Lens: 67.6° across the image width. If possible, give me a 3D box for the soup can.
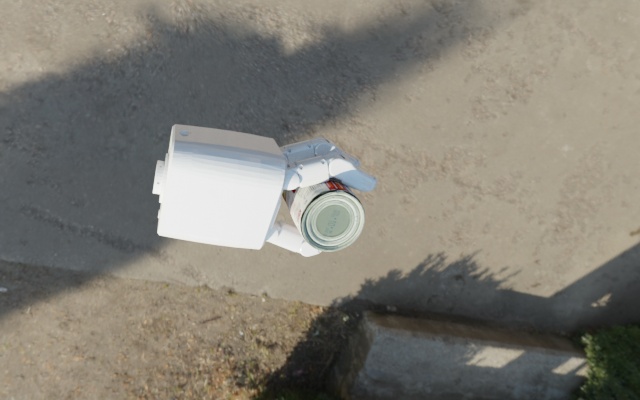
[{"bbox_3d":[0.001,0.002,0.508,0.068,0.068,0.102,0,23,-16],"label":"soup can"}]
